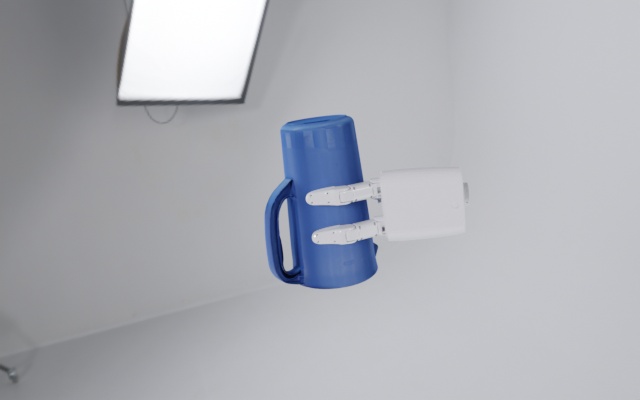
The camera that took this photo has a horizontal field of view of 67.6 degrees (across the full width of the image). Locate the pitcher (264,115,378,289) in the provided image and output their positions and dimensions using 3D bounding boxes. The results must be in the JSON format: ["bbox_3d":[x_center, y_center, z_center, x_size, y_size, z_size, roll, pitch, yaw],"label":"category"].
[{"bbox_3d":[0.000,0.002,0.708,0.145,0.243,0.149,-4,14,15],"label":"pitcher"}]
